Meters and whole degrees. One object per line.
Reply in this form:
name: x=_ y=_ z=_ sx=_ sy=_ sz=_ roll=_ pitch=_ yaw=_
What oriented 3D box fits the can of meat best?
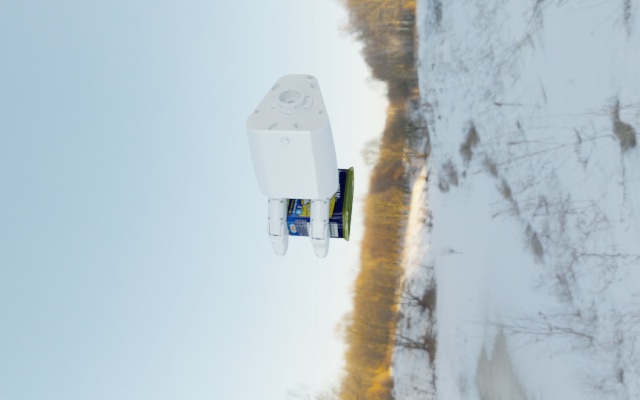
can of meat: x=0.000 y=0.002 z=0.642 sx=0.084 sy=0.102 sz=0.057 roll=2 pitch=-36 yaw=8
